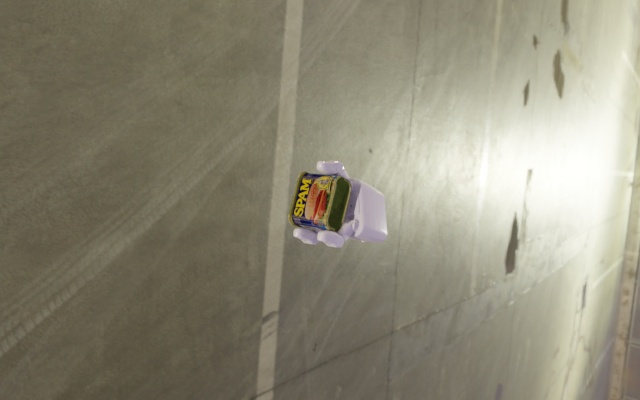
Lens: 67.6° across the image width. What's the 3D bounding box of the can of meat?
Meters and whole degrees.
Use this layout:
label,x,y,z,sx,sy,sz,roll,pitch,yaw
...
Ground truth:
label,x,y,z,sx,sy,sz,roll,pitch,yaw
can of meat,0.000,0.003,0.844,0.084,0.102,0.057,7,-11,36
